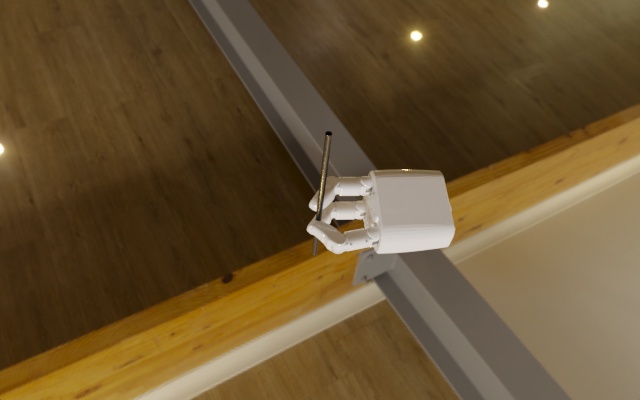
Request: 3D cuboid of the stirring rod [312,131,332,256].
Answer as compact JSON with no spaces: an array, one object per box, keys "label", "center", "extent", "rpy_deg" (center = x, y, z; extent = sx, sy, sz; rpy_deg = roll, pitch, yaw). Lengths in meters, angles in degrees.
[{"label":"stirring rod","center":[0.000,0.002,0.632],"extent":[0.011,0.011,0.240],"rpy_deg":[0,-40,-6]}]
